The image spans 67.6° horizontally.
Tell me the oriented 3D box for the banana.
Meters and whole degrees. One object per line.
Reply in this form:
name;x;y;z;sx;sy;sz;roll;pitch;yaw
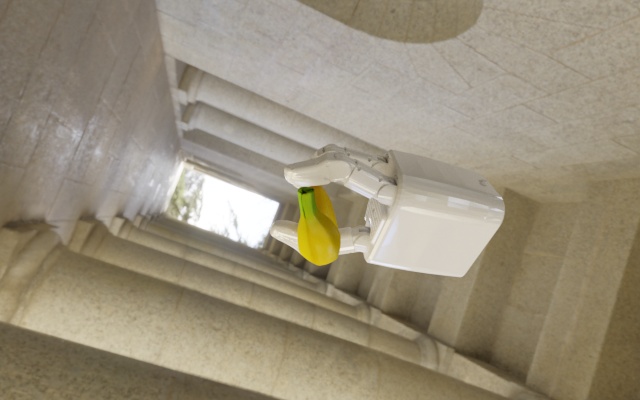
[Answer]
banana;-0.001;0.020;0.440;0.037;0.069;0.198;2;2;-1
